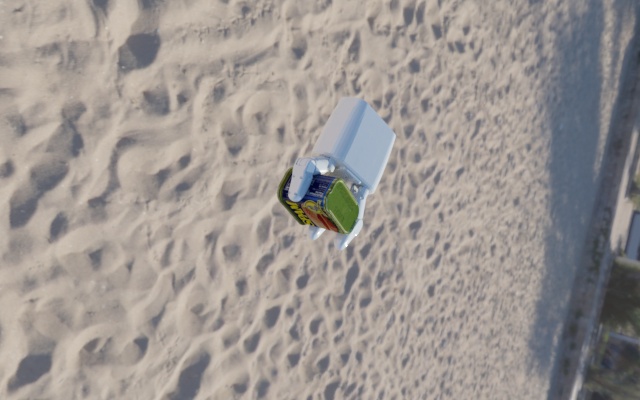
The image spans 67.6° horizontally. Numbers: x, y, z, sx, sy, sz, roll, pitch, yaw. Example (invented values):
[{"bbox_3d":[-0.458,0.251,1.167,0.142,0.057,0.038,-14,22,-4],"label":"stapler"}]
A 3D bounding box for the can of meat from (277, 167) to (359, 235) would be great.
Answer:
[{"bbox_3d":[0.000,0.002,0.688,0.084,0.057,0.102,13,-25,33],"label":"can of meat"}]
